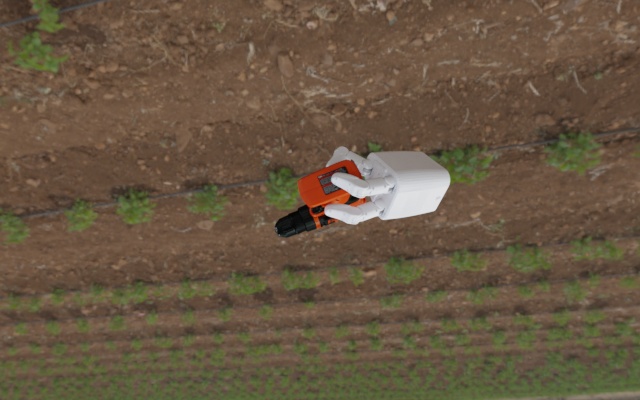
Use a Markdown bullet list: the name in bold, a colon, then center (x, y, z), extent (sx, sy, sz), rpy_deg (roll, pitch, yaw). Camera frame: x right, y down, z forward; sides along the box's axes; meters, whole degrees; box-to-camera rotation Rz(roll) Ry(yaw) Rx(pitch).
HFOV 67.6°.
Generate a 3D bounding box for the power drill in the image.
- **power drill**: center (0.000, 0.003, 0.848), extent (0.184, 0.057, 0.188), rpy_deg (-24, -14, -8)
